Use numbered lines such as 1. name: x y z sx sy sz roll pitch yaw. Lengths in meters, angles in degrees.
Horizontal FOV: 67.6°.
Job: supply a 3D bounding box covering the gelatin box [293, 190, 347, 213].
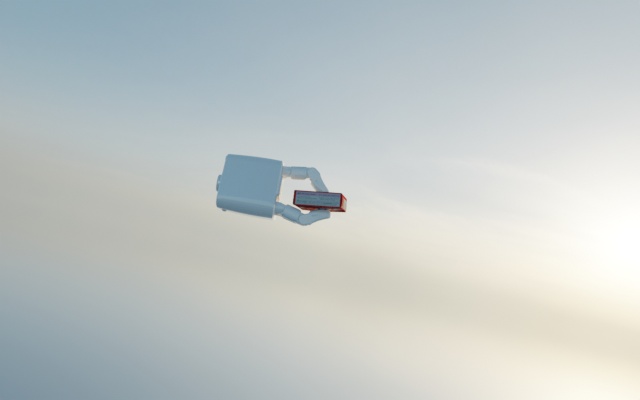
1. gelatin box: 0.001 0.002 0.872 0.089 0.030 0.073 3 -8 10
